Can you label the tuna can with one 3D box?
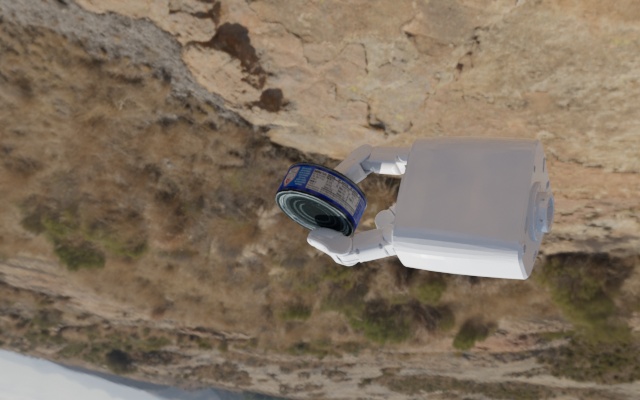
[{"bbox_3d":[0.000,0.002,0.466,0.086,0.033,0.086,22,-24,10],"label":"tuna can"}]
